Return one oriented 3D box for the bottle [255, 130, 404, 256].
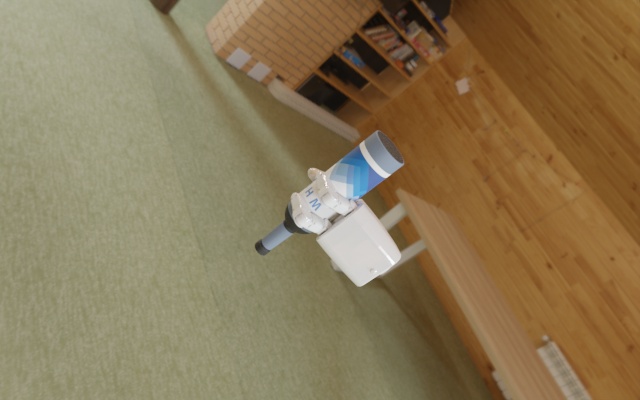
[{"bbox_3d":[0.000,0.002,0.783,0.296,0.069,0.069,-38,-17,23],"label":"bottle"}]
